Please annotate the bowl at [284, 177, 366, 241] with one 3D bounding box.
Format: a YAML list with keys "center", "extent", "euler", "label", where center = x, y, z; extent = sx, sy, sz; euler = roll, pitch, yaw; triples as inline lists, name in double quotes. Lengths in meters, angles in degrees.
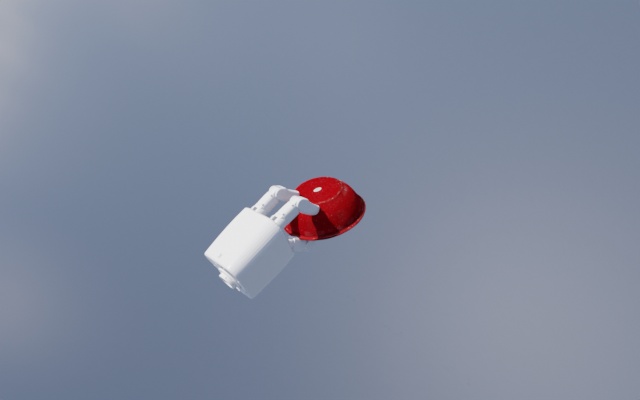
- center: [0.001, 0.002, 0.884]
  extent: [0.162, 0.055, 0.162]
  euler: [-10, 33, 6]
  label: "bowl"
